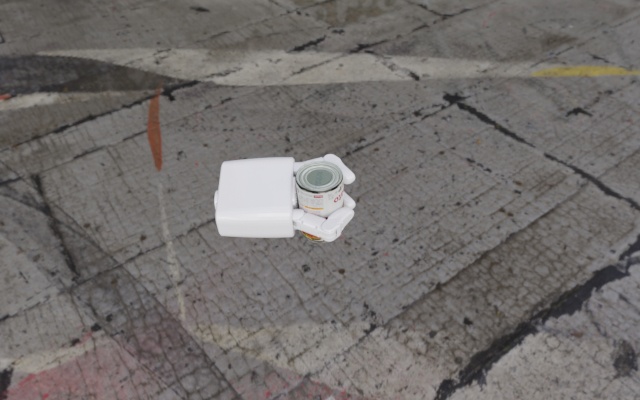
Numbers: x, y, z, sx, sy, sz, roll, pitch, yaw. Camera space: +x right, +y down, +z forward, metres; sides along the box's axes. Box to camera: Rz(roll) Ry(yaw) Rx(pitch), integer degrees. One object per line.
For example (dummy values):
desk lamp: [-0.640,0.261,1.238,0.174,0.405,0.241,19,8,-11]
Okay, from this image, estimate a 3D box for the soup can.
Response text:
soup can: [0.001,0.002,0.687,0.068,0.102,0.068,-2,43,2]
